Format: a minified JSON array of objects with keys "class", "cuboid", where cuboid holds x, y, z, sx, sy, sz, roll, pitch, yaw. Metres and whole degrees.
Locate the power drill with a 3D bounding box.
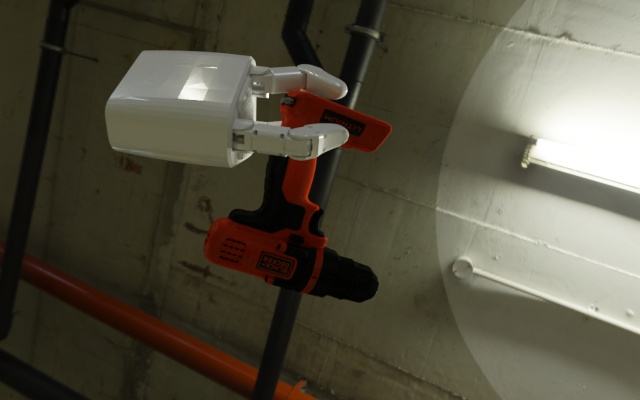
[{"class":"power drill","cuboid":[0.000,0.001,0.467,0.184,0.187,0.057,19,6,-19]}]
